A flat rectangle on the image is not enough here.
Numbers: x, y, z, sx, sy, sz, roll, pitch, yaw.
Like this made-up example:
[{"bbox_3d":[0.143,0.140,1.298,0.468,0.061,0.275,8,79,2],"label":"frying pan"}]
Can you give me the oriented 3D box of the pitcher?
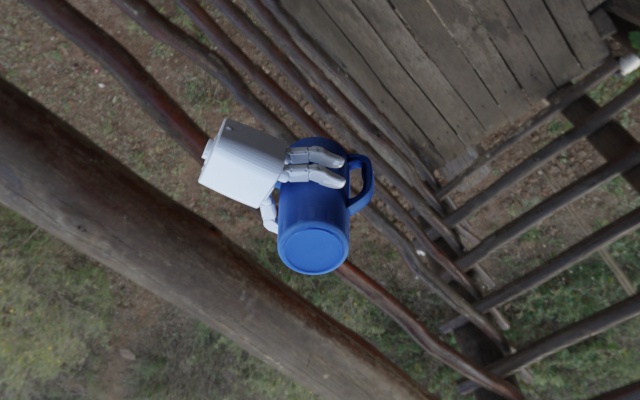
[{"bbox_3d":[0.000,0.003,0.800,0.145,0.149,0.242,25,32,-17],"label":"pitcher"}]
